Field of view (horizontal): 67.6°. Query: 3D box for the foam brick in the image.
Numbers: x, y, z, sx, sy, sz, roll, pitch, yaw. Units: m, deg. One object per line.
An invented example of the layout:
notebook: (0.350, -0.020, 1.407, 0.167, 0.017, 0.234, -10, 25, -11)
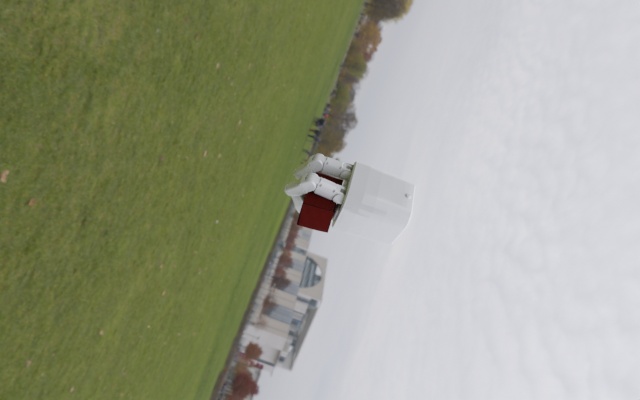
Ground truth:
foam brick: (0.000, 0.003, 0.759, 0.051, 0.078, 0.053, 17, -44, 1)
